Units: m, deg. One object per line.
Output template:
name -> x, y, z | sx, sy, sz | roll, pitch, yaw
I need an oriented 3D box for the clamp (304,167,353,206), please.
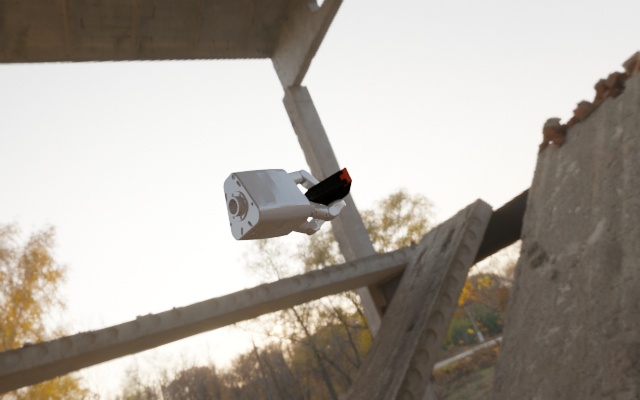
clamp -> 0.000, 0.002, 0.888 | 0.164, 0.036, 0.210 | -9, -22, -45
